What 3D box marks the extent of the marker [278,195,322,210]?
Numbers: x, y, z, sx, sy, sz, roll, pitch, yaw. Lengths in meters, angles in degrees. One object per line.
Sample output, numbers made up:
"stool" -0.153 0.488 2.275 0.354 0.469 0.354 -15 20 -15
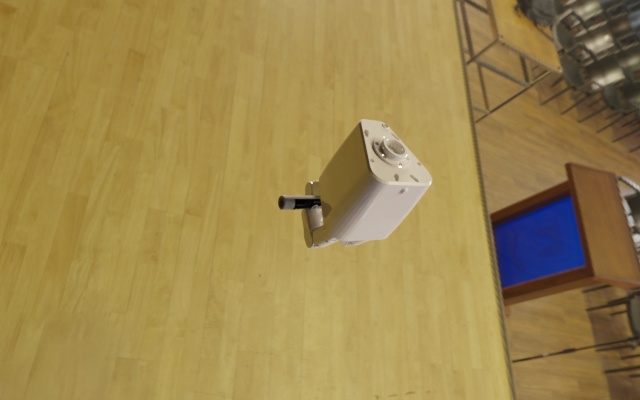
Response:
"marker" 0.000 0.002 0.641 0.121 0.020 0.020 -1 0 -34
